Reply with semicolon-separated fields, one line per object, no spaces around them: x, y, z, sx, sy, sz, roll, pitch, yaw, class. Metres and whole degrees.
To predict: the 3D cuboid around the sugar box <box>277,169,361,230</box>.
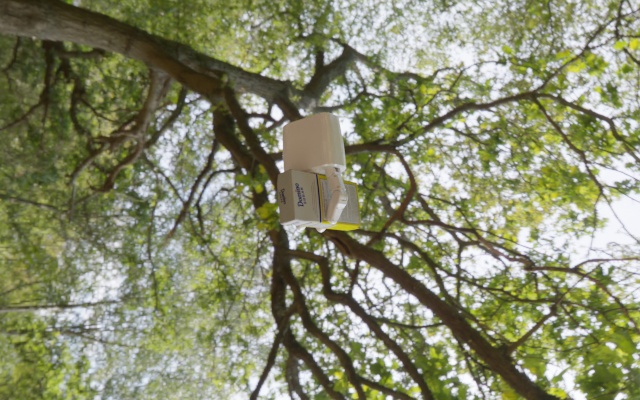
0.000;0.003;0.878;0.176;0.093;0.048;9;-19;-43;sugar box
